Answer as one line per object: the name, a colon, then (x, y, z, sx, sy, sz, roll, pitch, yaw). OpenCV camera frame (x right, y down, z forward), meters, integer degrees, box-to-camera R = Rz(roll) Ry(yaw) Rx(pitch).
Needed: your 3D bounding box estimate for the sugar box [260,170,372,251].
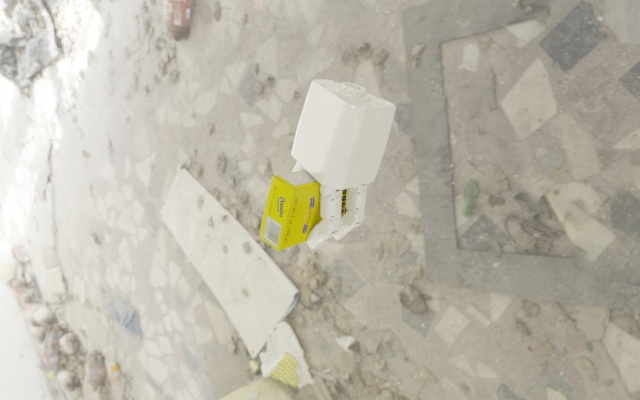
sugar box: (0.000, 0.002, 0.657, 0.048, 0.093, 0.176, 34, 31, 33)
